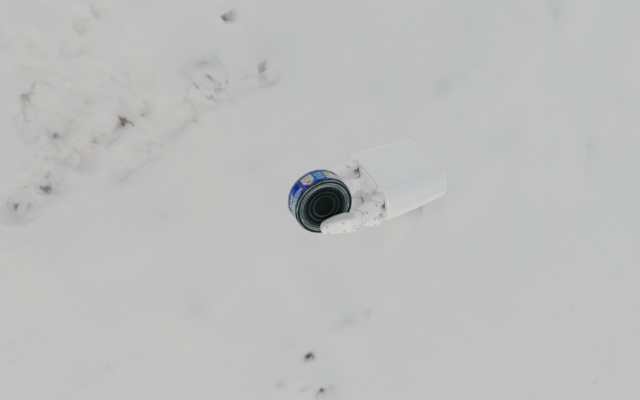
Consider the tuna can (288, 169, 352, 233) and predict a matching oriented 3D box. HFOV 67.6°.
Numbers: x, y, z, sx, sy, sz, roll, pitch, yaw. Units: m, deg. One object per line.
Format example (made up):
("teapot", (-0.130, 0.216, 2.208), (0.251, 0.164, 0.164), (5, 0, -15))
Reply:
("tuna can", (0.000, 0.002, 0.665), (0.086, 0.086, 0.033), (0, 28, -25))
